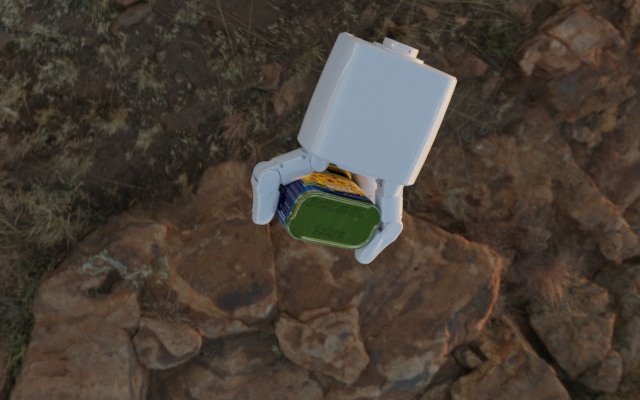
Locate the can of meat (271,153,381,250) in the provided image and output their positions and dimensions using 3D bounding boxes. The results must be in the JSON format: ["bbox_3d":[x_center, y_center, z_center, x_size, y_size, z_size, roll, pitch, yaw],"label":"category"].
[{"bbox_3d":[0.000,0.002,0.480,0.102,0.057,0.084,13,22,-30],"label":"can of meat"}]
